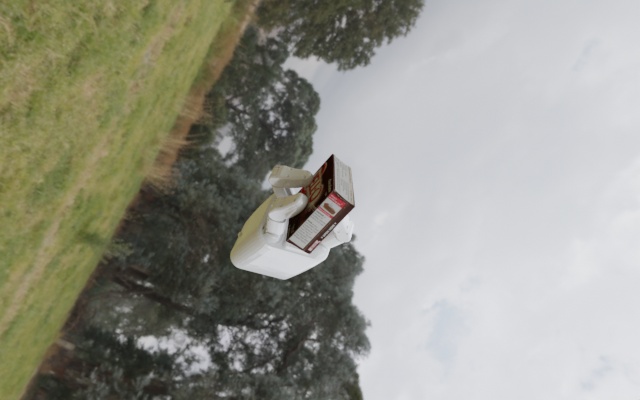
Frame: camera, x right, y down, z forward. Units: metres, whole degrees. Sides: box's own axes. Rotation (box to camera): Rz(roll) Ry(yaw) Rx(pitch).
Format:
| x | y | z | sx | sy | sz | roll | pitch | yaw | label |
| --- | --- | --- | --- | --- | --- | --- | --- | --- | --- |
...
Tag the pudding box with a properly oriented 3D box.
| x | y | z | sx | sy | sz | roll | pitch | yaw | label |
| --- | --- | --- | --- | --- | --- | --- | --- | --- | --- |
| 0.000 | 0.002 | 0.600 | 0.039 | 0.090 | 0.113 | 34 | 22 | -18 | pudding box |
